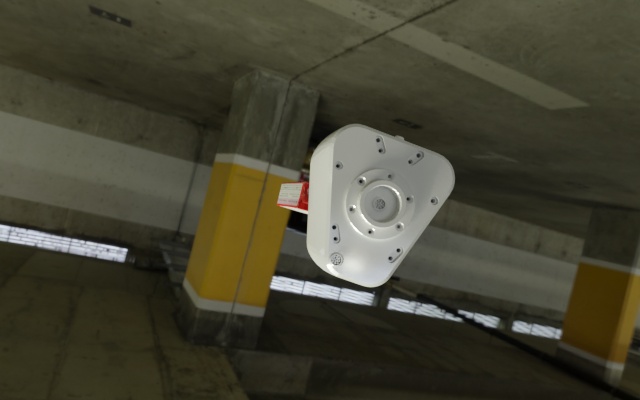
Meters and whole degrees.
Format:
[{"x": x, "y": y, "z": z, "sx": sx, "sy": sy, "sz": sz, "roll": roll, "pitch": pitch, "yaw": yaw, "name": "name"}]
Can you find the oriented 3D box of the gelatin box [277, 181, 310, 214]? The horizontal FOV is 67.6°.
[{"x": 0.000, "y": 0.002, "z": 0.513, "sx": 0.073, "sy": 0.030, "sz": 0.089, "roll": 15, "pitch": -4, "yaw": -18, "name": "gelatin box"}]
